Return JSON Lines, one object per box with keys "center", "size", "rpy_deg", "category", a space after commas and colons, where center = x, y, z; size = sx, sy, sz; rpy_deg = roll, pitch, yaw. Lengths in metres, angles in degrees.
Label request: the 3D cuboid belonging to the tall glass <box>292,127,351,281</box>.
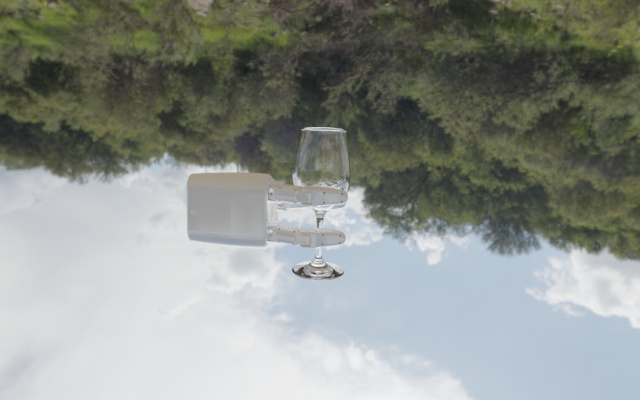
{"center": [0.000, 0.003, 0.653], "size": [0.079, 0.201, 0.079], "rpy_deg": [2, 12, -1], "category": "tall glass"}
